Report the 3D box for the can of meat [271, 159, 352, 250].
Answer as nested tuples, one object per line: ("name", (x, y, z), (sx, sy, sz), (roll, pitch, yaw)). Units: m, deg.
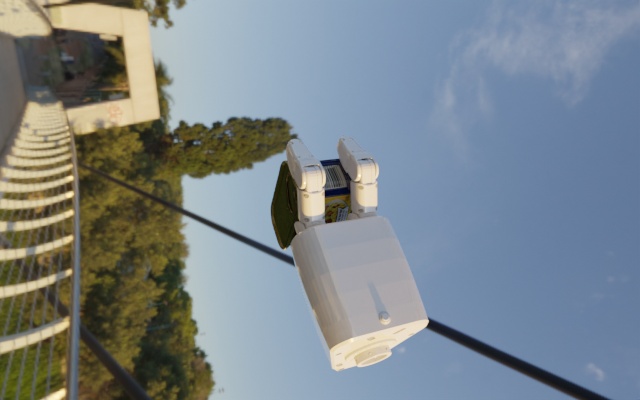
("can of meat", (0.000, 0.002, 0.499), (0.084, 0.057, 0.102), (-8, -34, -21))
